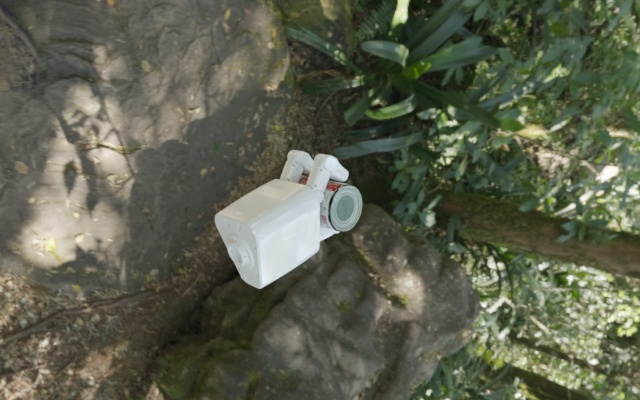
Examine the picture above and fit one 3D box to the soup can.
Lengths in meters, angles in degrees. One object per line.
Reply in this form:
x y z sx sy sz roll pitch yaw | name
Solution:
0.001 0.002 0.682 0.068 0.068 0.102 0 10 -45 | soup can
